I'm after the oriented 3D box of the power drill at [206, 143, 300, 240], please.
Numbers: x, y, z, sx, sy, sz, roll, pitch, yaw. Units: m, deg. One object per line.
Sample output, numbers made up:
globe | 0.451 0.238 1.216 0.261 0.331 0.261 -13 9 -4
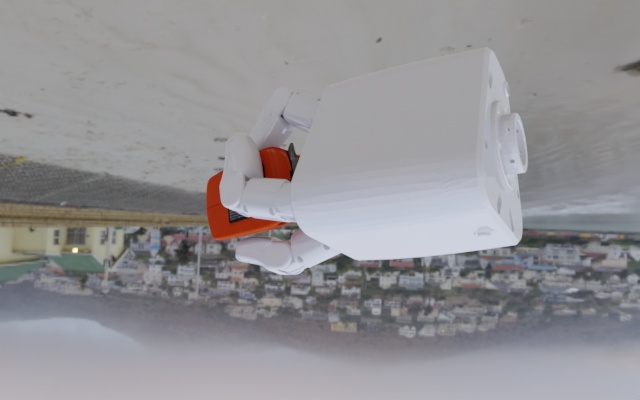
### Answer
power drill | 0.000 0.001 0.420 0.187 0.057 0.184 0 -13 -41
